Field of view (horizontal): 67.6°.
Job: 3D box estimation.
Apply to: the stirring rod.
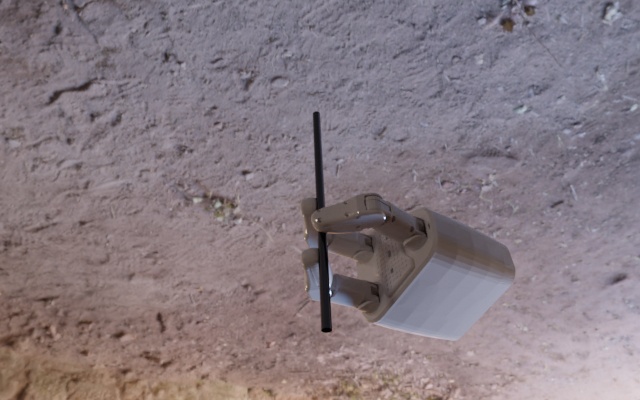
[{"bbox_3d":[0.000,0.001,0.418,0.011,0.239,0.011,-2,-41,-1],"label":"stirring rod"}]
